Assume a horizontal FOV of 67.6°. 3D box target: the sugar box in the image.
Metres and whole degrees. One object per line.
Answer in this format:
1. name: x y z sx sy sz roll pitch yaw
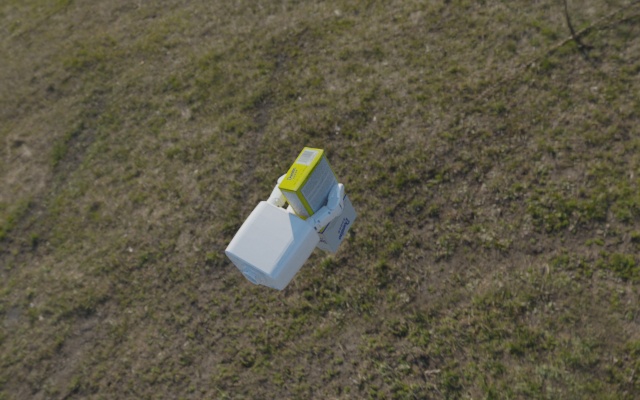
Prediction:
1. sugar box: 0.000 0.003 0.823 0.048 0.093 0.176 14 -32 34
